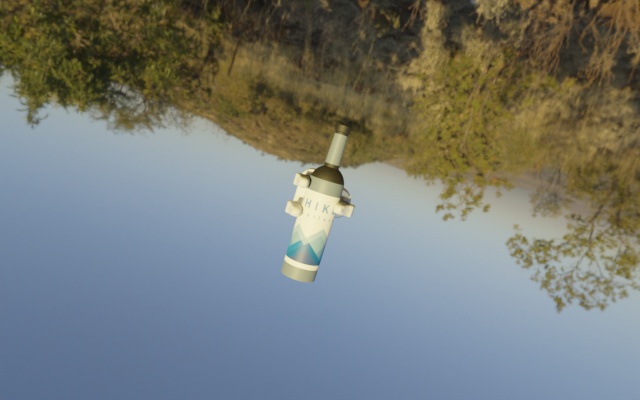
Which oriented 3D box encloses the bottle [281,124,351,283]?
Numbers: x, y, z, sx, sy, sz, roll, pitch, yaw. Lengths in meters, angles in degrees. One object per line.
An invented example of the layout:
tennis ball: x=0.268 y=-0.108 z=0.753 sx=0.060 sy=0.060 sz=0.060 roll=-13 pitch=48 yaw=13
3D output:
bottle: x=0.000 y=0.003 z=0.888 sx=0.069 sy=0.296 sz=0.069 roll=17 pitch=7 yaw=-2
